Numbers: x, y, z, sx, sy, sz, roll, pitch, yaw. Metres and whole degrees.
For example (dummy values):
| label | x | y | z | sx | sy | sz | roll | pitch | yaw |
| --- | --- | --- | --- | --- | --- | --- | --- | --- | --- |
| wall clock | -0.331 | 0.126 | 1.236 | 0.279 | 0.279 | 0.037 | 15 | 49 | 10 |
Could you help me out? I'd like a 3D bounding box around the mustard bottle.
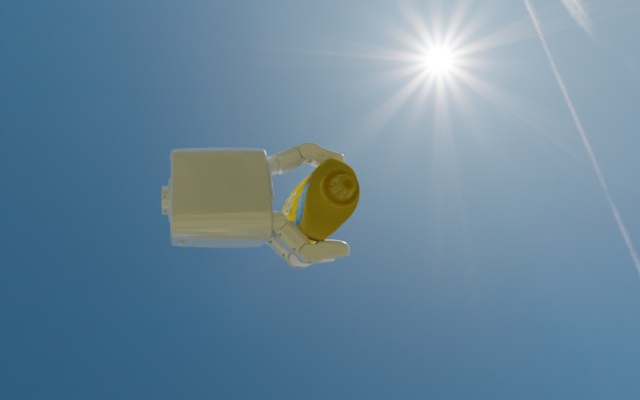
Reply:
| label | x | y | z | sx | sy | sz | roll | pitch | yaw |
| --- | --- | --- | --- | --- | --- | --- | --- | --- | --- |
| mustard bottle | 0.000 | 0.002 | 0.559 | 0.058 | 0.096 | 0.192 | 25 | -18 | -10 |
